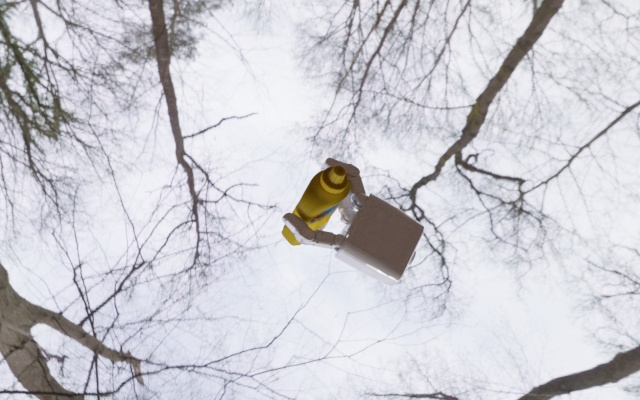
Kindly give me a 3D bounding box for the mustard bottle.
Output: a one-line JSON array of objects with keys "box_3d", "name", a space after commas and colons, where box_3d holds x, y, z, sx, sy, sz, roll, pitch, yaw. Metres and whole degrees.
[{"box_3d": [0.000, 0.002, 0.767, 0.096, 0.058, 0.192, -34, -13, -31], "name": "mustard bottle"}]
